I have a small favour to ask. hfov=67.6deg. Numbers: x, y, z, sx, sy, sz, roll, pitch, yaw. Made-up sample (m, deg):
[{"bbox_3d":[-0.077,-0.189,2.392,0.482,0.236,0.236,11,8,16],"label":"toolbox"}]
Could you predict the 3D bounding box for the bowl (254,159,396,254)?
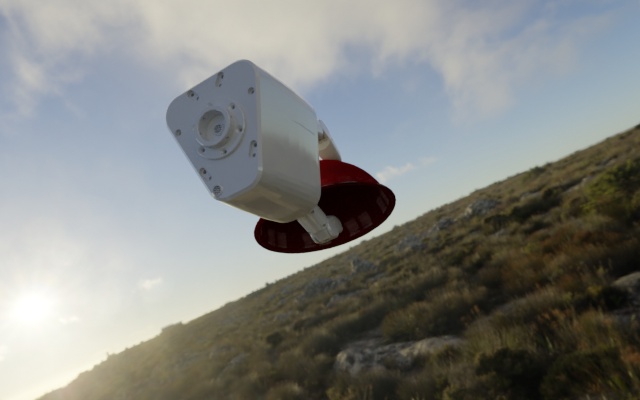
[{"bbox_3d":[0.000,0.002,0.541,0.162,0.055,0.162,-12,-28,-7],"label":"bowl"}]
